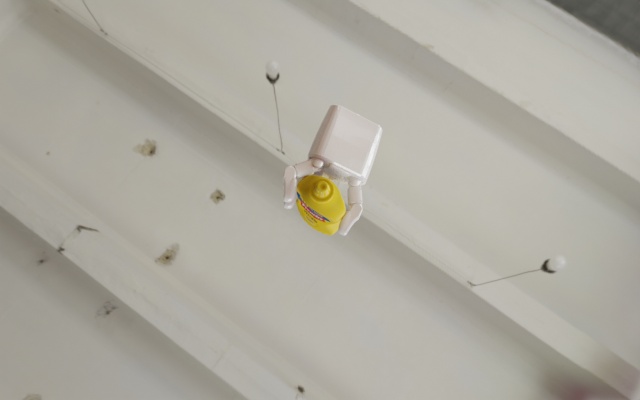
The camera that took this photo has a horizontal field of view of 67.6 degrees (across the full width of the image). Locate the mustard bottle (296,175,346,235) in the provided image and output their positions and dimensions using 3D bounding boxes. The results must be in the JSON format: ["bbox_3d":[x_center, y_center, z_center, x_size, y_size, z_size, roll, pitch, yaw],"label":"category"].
[{"bbox_3d":[0.000,0.003,0.837,0.058,0.096,0.192,-44,-10,-13],"label":"mustard bottle"}]
